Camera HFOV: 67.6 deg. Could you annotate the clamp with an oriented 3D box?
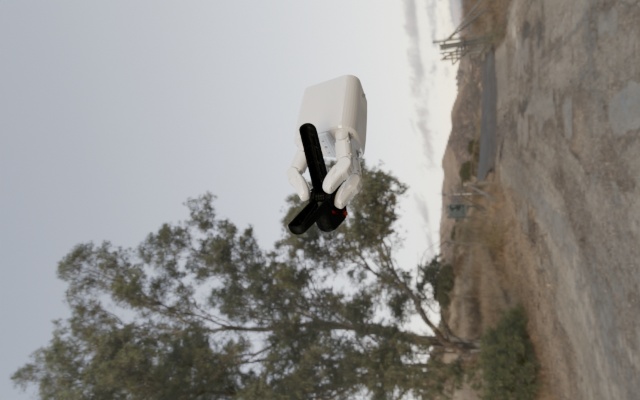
[{"bbox_3d":[0.000,0.002,0.743,0.036,0.164,0.210,0,-25,19],"label":"clamp"}]
